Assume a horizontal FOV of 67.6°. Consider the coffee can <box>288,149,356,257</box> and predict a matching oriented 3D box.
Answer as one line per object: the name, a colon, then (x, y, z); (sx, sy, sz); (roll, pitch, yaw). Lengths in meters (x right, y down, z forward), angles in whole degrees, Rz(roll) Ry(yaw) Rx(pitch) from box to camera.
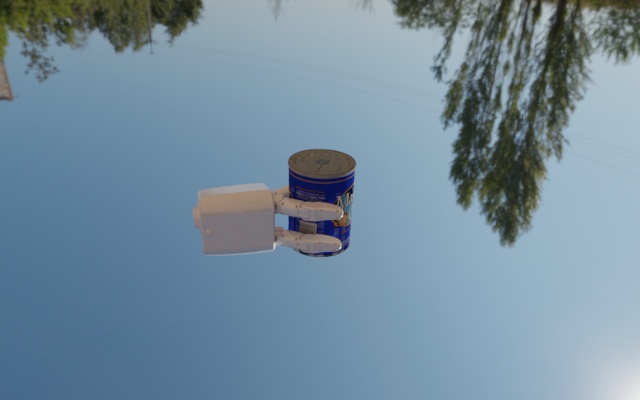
coffee can: (0.000, 0.002, 0.747); (0.103, 0.140, 0.102); (2, 27, -1)
